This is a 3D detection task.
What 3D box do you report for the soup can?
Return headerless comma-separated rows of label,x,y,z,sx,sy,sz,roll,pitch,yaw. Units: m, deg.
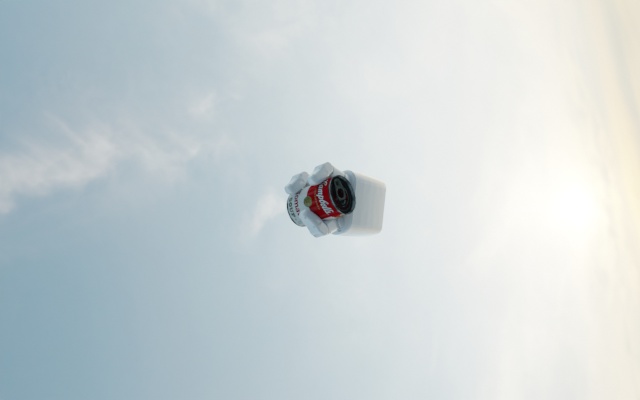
soup can,0.000,0.003,0.819,0.102,0.068,0.068,-18,-12,38
